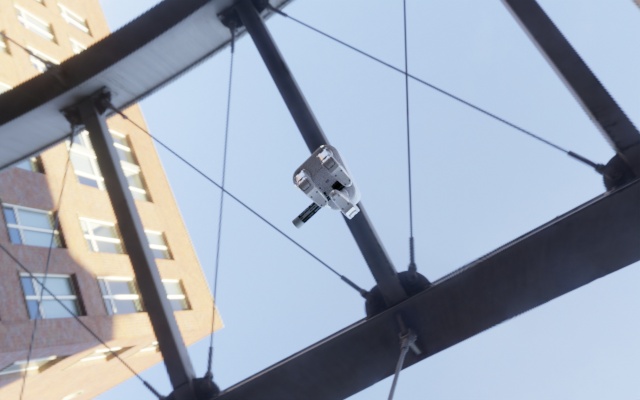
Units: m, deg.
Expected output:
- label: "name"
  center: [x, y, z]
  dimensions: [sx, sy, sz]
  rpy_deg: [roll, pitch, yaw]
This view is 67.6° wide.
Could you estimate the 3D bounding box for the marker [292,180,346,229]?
- label: "marker"
  center: [0.000, 0.003, 0.824]
  dimensions: [0.121, 0.020, 0.020]
  rpy_deg: [-43, -7, 8]
